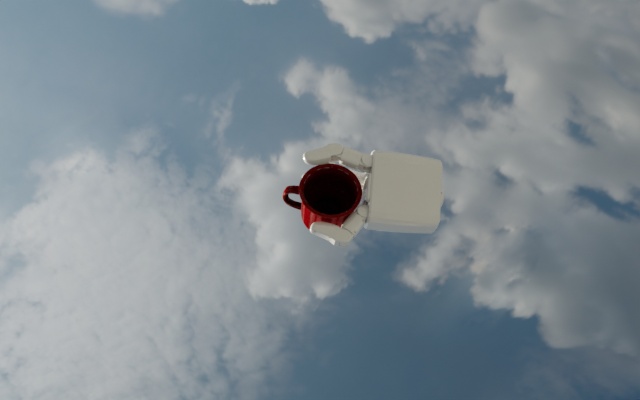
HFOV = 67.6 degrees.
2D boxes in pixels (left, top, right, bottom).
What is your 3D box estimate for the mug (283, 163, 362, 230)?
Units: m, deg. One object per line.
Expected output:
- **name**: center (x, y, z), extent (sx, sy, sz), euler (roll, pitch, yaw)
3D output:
- **mug**: center (-0.001, 0.002, 0.730), extent (0.117, 0.093, 0.081), euler (7, -29, -1)
